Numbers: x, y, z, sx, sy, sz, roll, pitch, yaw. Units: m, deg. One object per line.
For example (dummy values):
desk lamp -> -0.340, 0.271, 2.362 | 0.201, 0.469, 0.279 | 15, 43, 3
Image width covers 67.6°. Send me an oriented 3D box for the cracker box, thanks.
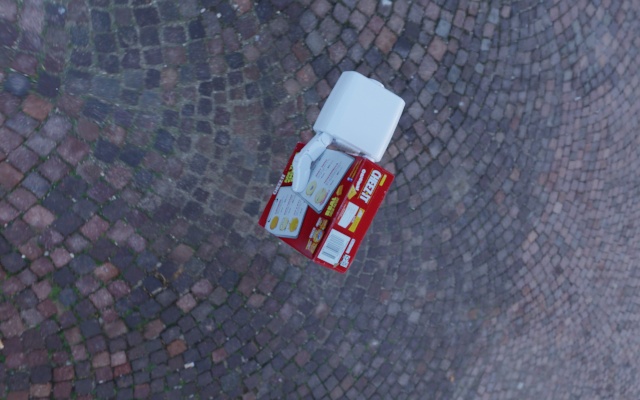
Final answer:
cracker box -> 0.000, 0.002, 0.760 | 0.072, 0.164, 0.213 | 28, -2, -31
